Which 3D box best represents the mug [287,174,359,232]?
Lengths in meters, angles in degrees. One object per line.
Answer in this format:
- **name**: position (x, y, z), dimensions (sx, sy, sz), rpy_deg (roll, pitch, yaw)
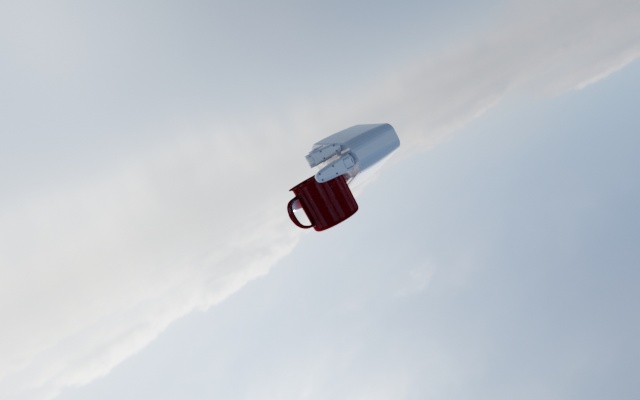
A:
- **mug**: position (-0.001, 0.003, 0.756), dimensions (0.117, 0.081, 0.093), rpy_deg (-32, 6, -31)
